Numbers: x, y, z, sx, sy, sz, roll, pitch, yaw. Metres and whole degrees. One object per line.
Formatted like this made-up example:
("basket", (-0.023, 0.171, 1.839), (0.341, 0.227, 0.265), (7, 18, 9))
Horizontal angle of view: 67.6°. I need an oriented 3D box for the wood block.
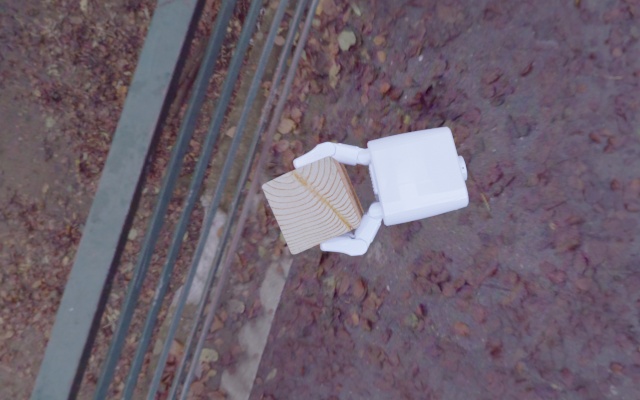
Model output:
("wood block", (0.000, 0.002, 0.646), (0.090, 0.091, 0.206), (-23, -1, 6))
